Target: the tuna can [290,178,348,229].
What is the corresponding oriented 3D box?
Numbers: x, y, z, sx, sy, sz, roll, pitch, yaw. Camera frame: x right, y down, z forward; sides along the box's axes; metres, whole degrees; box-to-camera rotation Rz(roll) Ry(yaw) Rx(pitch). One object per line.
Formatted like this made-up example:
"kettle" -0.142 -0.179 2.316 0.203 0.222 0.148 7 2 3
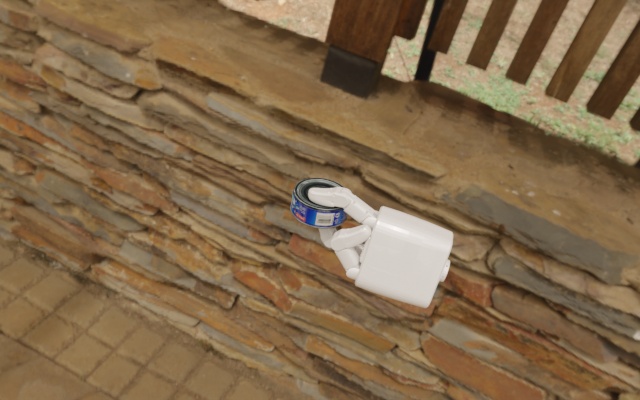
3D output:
"tuna can" 0.000 0.002 0.699 0.086 0.034 0.086 7 34 -5
